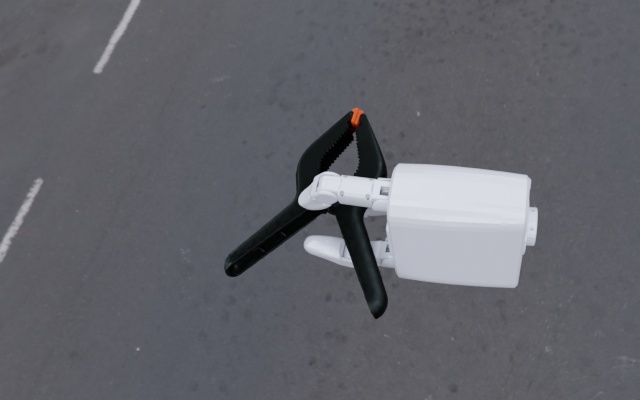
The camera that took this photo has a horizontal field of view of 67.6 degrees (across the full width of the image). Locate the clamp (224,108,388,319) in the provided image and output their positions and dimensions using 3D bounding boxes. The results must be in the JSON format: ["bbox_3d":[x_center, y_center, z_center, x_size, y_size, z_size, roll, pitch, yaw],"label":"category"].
[{"bbox_3d":[0.000,0.001,0.474,0.164,0.210,0.036,5,-24,19],"label":"clamp"}]
